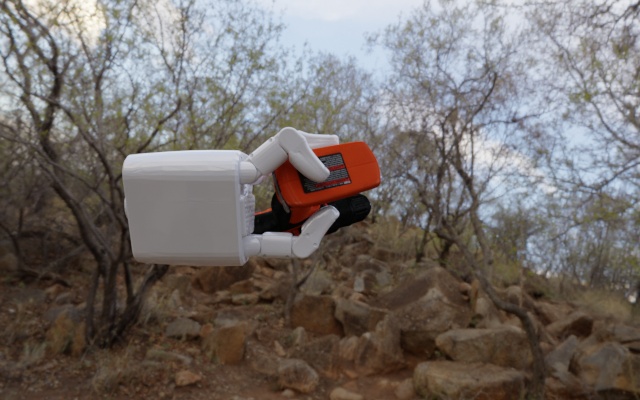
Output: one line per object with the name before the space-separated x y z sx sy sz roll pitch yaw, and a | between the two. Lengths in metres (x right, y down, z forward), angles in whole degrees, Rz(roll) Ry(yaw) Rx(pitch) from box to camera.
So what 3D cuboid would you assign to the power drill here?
power drill | 0.000 0.002 0.549 0.184 0.057 0.188 -15 -17 -21
